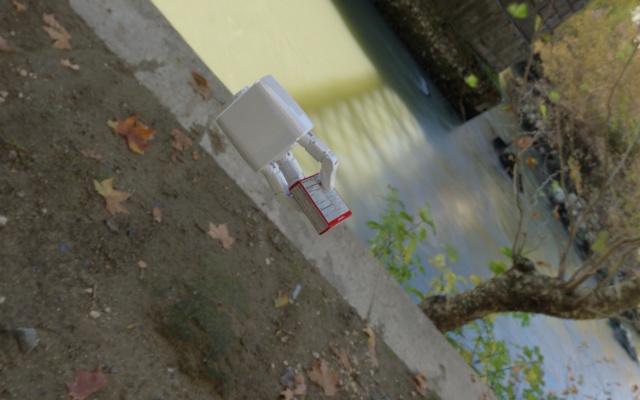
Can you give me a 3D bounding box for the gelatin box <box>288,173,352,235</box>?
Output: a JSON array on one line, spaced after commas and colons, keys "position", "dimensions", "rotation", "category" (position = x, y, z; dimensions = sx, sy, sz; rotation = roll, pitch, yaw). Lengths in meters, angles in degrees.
[{"position": [0.001, 0.003, 0.754], "dimensions": [0.030, 0.089, 0.073], "rotation": [-39, -7, 34], "category": "gelatin box"}]
